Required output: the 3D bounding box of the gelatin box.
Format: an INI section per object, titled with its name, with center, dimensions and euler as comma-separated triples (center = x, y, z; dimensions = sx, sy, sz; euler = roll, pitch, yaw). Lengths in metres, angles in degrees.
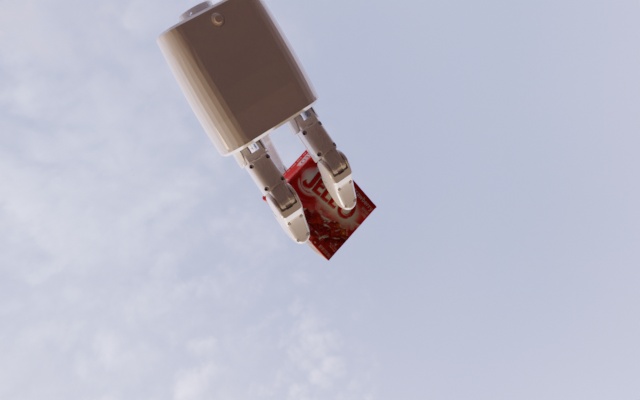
[gelatin box]
center = 0.000, 0.002, 0.458
dimensions = 0.089, 0.073, 0.030
euler = 48, -12, -25
